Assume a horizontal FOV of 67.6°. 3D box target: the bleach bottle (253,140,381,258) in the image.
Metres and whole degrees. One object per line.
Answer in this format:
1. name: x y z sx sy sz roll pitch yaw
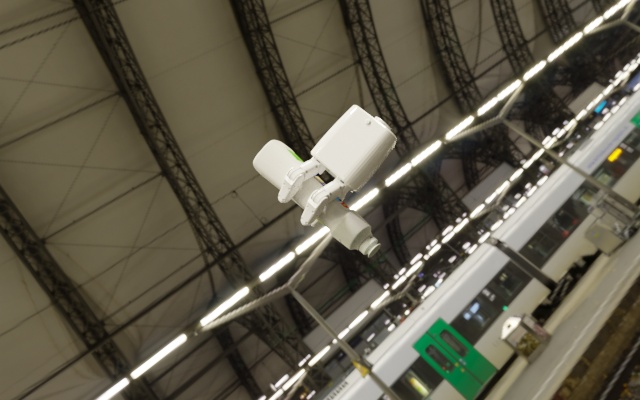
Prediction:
1. bleach bottle: 0.000 0.003 0.791 0.250 0.068 0.102 42 3 22
